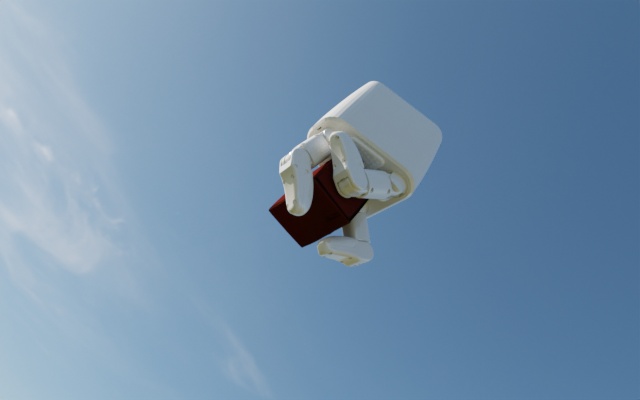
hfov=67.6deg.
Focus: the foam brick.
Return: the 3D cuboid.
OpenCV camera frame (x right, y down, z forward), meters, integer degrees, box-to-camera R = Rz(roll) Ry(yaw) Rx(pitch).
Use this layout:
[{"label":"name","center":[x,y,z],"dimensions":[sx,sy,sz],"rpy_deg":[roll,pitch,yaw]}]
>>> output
[{"label":"foam brick","center":[0.000,0.002,0.461],"dimensions":[0.078,0.053,0.051],"rpy_deg":[-30,12,44]}]
